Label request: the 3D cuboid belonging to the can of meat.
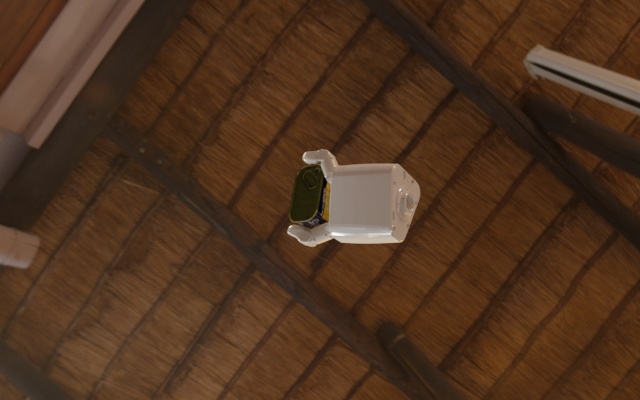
[{"bbox_3d":[0.000,0.003,0.793,0.057,0.102,0.084,-7,-27,36],"label":"can of meat"}]
